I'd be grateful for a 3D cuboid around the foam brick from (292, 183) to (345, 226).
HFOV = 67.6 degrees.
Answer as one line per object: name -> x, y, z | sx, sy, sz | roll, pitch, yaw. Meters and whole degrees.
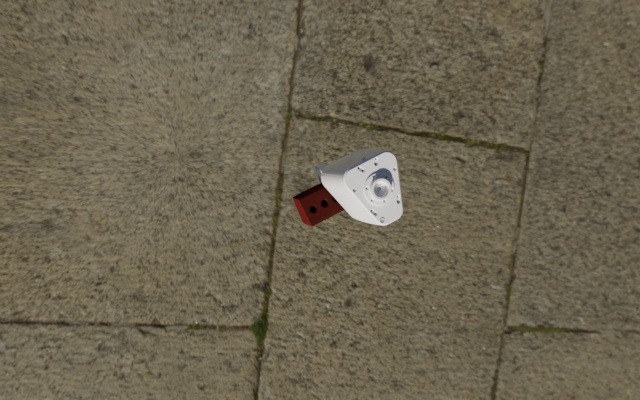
foam brick -> 0.000, 0.003, 0.820 | 0.078, 0.053, 0.051 | -28, 12, -12
